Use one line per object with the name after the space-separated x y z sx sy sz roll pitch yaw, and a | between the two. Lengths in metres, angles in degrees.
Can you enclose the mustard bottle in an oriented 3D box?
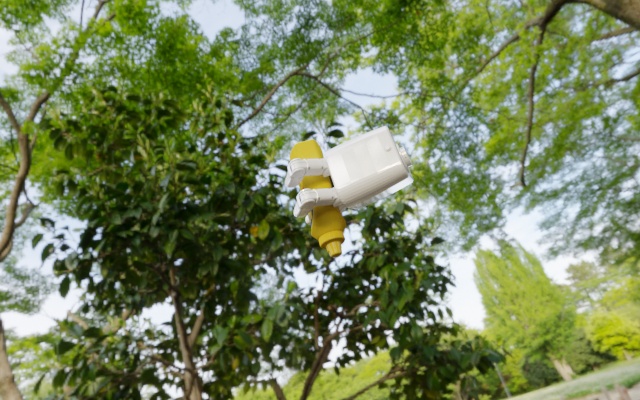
0.000 0.002 0.777 0.058 0.191 0.096 -14 -26 -8 | mustard bottle
